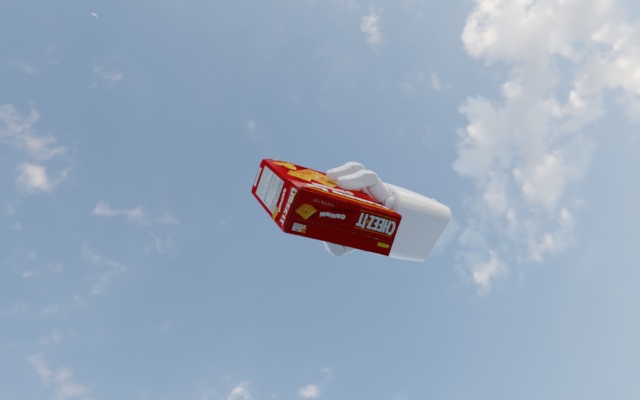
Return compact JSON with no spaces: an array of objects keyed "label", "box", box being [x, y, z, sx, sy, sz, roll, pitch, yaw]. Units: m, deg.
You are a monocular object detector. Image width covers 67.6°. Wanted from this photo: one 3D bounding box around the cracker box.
[{"label":"cracker box","box":[0.000,0.003,0.728,0.164,0.072,0.213,15,9,-23]}]
